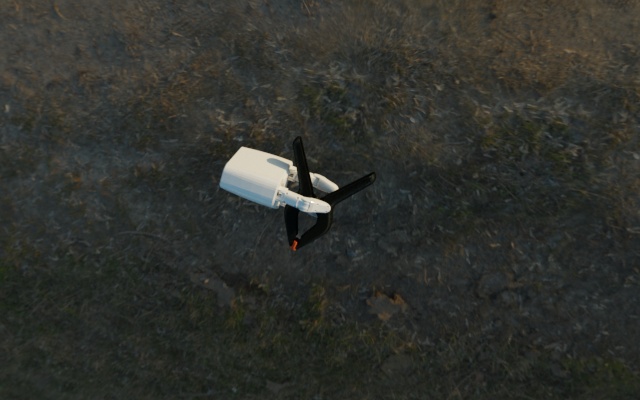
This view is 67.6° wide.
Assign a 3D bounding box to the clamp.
[{"bbox_3d":[0.000,0.004,0.893,0.164,0.210,0.036,20,15,5],"label":"clamp"}]
